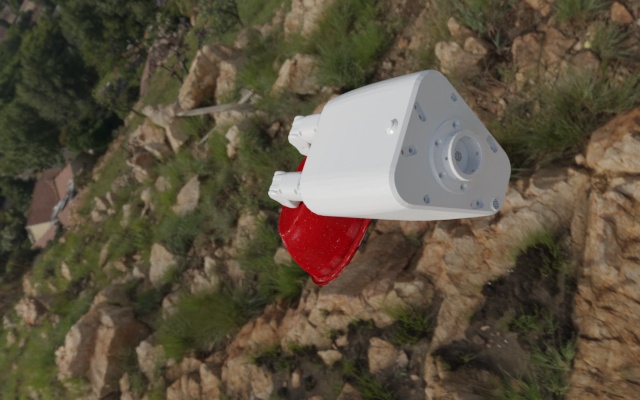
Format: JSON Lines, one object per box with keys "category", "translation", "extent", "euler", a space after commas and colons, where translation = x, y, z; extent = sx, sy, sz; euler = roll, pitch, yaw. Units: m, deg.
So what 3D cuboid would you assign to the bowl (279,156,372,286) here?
{"category": "bowl", "translation": [-0.001, 0.002, 0.490], "extent": [0.055, 0.162, 0.162], "euler": [21, -6, -16]}
